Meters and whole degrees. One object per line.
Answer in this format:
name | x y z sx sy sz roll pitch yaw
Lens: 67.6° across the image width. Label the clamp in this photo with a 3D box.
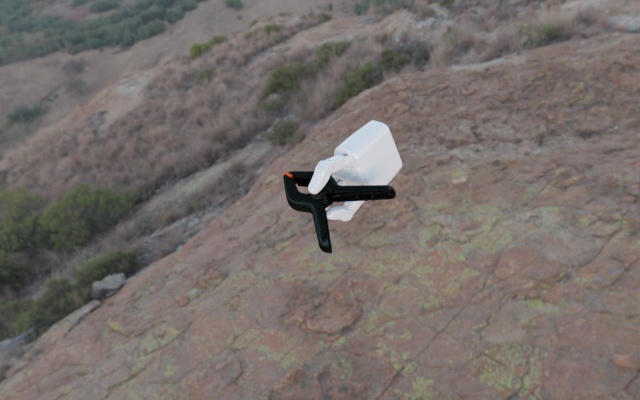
clamp | 0.000 0.002 0.820 0.210 0.036 0.164 23 54 37
